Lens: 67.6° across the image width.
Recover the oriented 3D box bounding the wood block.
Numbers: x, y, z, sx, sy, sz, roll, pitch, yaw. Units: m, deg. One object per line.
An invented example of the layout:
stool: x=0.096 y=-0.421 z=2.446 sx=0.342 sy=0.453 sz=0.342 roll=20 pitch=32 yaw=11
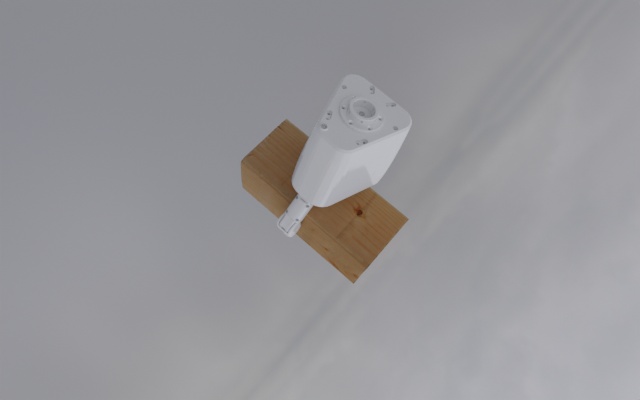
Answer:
wood block: x=0.000 y=0.002 z=0.636 sx=0.206 sy=0.090 sz=0.090 roll=40 pitch=-21 yaw=9
